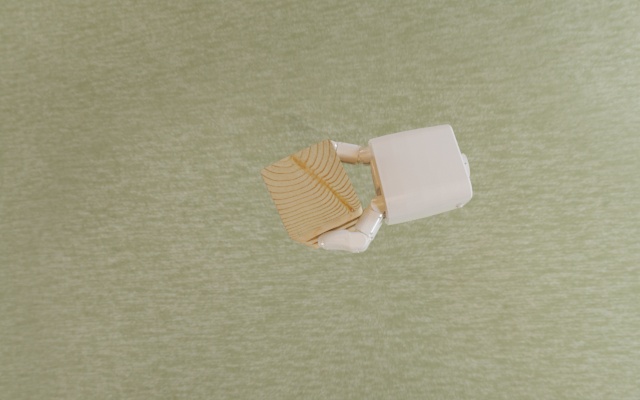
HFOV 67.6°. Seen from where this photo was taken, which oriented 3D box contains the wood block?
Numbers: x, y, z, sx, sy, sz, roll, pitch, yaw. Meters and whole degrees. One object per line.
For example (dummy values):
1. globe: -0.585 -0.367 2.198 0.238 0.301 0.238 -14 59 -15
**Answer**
1. wood block: 0.000 0.002 0.633 0.090 0.091 0.206 -25 -11 2
